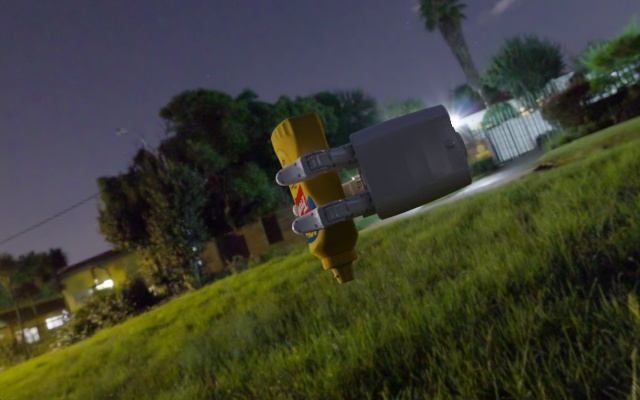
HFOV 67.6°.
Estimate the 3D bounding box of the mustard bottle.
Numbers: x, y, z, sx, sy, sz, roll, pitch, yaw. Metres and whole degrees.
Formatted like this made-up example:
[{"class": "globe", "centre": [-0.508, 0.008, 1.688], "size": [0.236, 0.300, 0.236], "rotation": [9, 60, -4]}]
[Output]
[{"class": "mustard bottle", "centre": [0.000, 0.002, 0.551], "size": [0.058, 0.191, 0.096], "rotation": [-18, -6, -18]}]
